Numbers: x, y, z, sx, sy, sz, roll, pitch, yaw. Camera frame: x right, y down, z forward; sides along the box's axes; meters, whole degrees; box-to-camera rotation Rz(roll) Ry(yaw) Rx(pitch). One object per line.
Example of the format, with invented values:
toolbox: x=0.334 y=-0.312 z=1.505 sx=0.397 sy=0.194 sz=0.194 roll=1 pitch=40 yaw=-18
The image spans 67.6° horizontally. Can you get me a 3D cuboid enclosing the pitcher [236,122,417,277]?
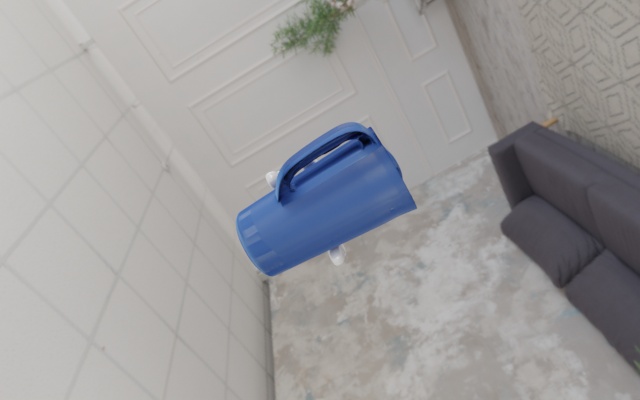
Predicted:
pitcher: x=0.000 y=0.002 z=0.681 sx=0.243 sy=0.149 sz=0.145 roll=-29 pitch=0 yaw=7
